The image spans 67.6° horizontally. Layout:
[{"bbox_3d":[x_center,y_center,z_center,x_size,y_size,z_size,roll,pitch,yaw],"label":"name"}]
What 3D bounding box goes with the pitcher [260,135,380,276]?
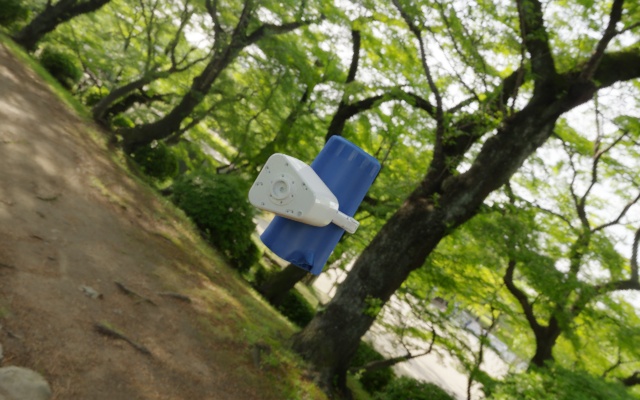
[{"bbox_3d":[0.000,0.003,0.895,0.149,0.243,0.145,34,5,20],"label":"pitcher"}]
